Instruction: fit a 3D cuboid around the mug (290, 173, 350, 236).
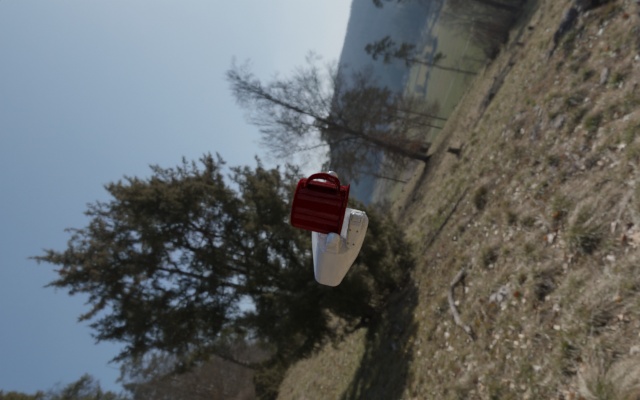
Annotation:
[{"bbox_3d":[0.000,0.002,0.762,0.081,0.093,0.117,11,-43,5],"label":"mug"}]
